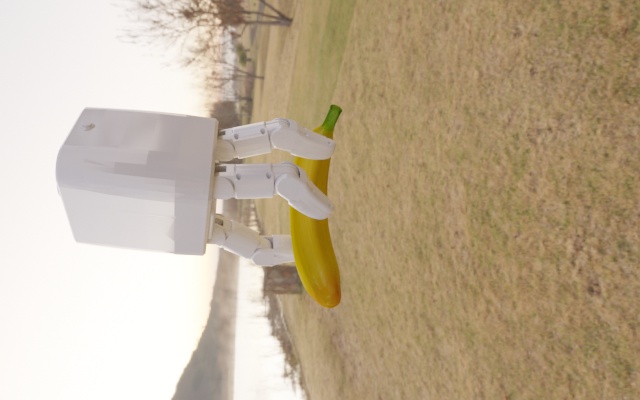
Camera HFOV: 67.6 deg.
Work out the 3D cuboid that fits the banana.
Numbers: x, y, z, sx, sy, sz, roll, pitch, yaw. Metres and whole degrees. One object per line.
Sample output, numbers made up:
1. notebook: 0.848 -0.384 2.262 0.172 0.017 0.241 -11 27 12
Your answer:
1. banana: -0.006 0.007 0.432 0.037 0.197 0.070 9 -30 -16
